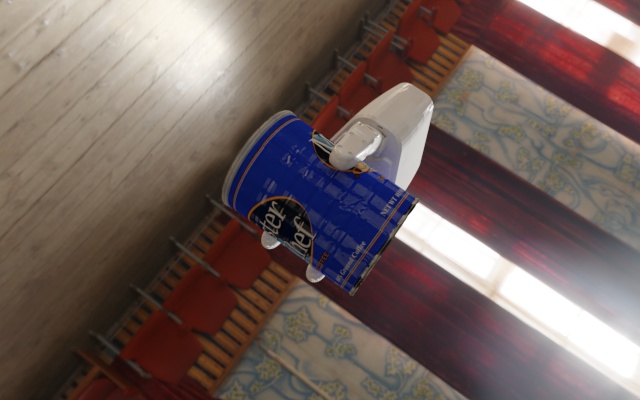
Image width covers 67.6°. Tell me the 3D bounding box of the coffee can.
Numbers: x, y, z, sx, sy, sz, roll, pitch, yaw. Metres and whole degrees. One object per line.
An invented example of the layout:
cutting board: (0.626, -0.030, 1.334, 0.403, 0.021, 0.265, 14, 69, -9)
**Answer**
coffee can: (0.000, 0.001, 0.422, 0.140, 0.103, 0.103, 35, 6, 9)
